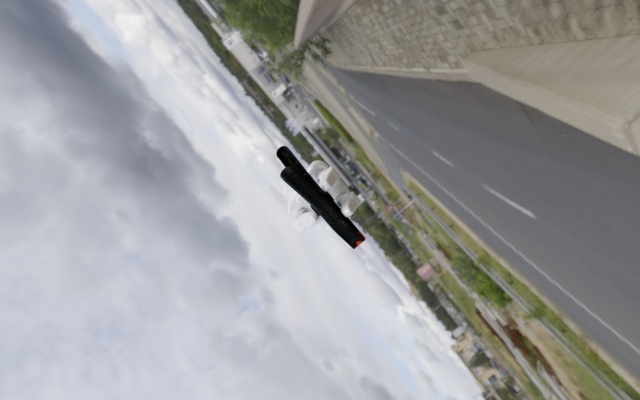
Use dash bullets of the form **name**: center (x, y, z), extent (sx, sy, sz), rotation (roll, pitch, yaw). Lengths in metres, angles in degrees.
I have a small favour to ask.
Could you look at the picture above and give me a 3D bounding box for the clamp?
- **clamp**: center (0.000, 0.003, 0.772), extent (0.036, 0.210, 0.164), rotation (-40, 11, 7)
